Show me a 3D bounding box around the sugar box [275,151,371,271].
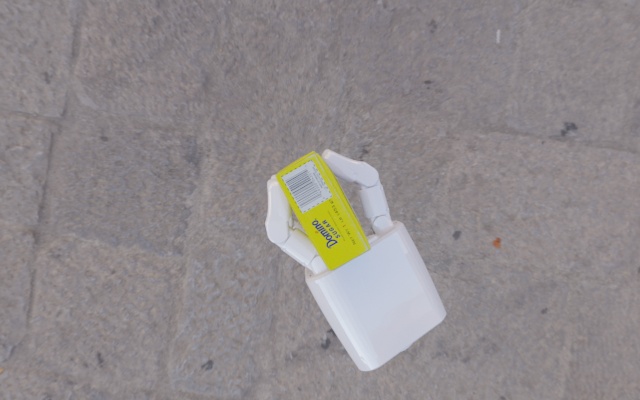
[{"bbox_3d":[0.000,0.002,0.466,0.048,0.093,0.176,-29,5,-1],"label":"sugar box"}]
